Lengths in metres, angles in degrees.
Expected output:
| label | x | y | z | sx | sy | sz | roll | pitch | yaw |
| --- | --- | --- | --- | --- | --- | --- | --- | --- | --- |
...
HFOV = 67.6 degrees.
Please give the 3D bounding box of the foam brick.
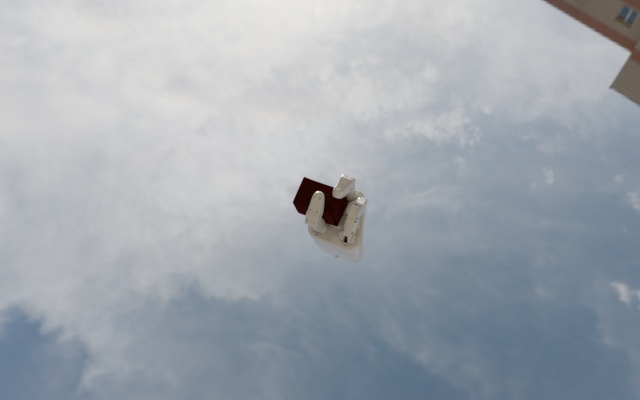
| label | x | y | z | sx | sy | sz | roll | pitch | yaw |
| --- | --- | --- | --- | --- | --- | --- | --- | --- | --- |
| foam brick | 0.000 | 0.002 | 0.821 | 0.078 | 0.053 | 0.051 | 20 | -17 | 17 |
